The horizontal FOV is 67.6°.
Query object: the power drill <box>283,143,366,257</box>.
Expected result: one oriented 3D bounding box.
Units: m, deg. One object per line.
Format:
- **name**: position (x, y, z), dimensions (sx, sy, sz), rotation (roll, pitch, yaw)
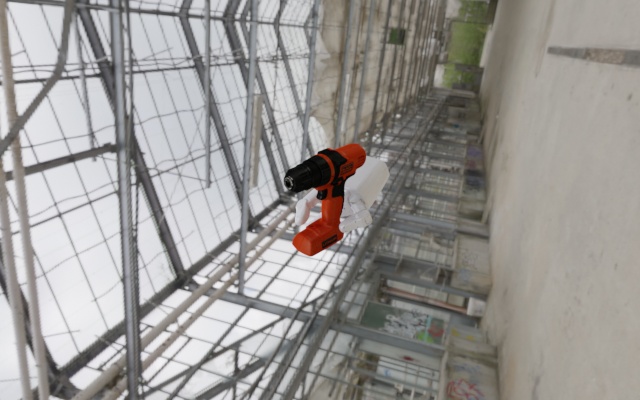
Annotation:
- **power drill**: position (0.000, 0.003, 0.821), dimensions (0.057, 0.188, 0.184), rotation (33, 39, 30)
